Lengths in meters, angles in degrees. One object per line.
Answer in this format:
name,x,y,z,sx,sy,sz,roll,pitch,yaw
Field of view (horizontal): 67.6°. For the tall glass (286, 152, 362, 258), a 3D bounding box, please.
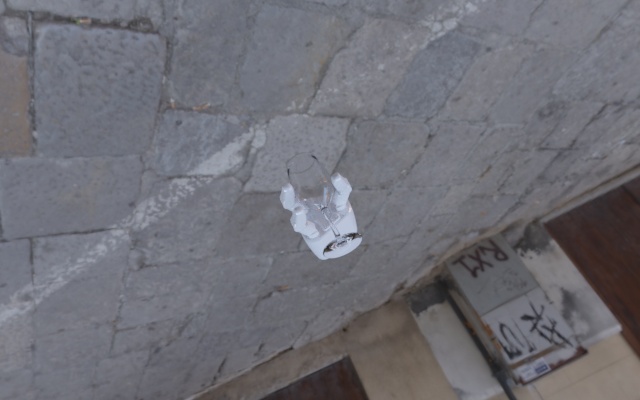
tall glass,0.000,0.003,0.876,0.079,0.201,0.079,-19,-32,-12
